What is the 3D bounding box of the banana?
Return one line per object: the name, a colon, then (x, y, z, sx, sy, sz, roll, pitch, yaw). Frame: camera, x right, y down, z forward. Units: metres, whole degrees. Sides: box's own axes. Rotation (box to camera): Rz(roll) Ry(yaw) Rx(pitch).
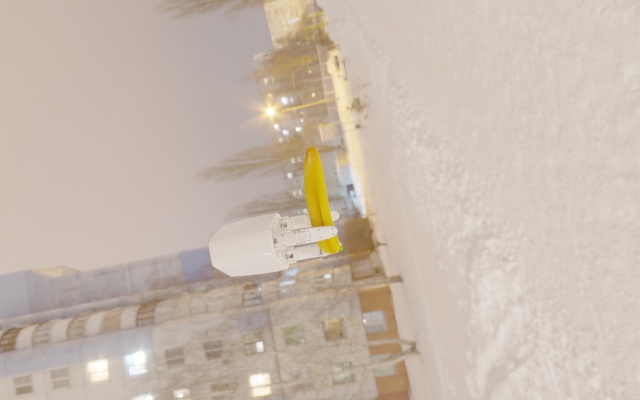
banana: (0.000, 0.013, 0.787, 0.037, 0.198, 0.069, -10, 21, 8)
